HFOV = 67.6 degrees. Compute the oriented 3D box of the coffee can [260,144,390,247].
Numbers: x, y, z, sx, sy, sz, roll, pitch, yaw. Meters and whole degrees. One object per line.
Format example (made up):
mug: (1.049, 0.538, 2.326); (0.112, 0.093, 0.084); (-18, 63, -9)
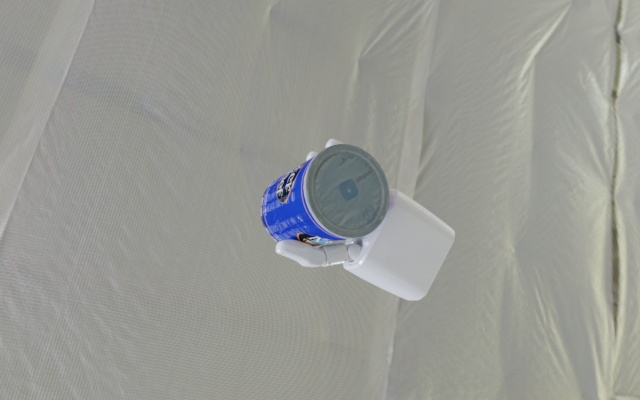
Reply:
coffee can: (0.000, 0.002, 0.567); (0.103, 0.103, 0.140); (0, -11, -27)
